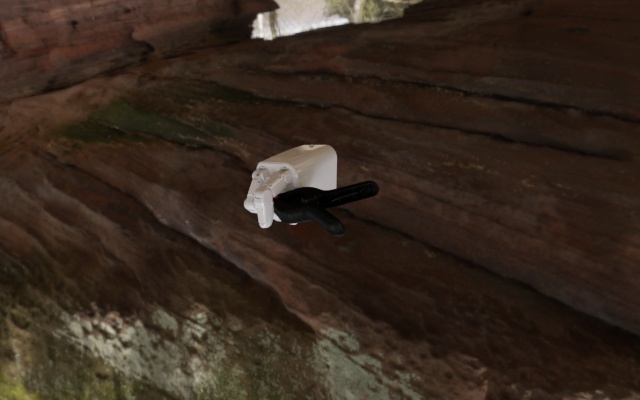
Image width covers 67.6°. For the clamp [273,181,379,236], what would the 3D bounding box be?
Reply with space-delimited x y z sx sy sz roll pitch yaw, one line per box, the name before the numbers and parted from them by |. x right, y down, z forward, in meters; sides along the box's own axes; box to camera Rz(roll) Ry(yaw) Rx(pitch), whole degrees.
clamp | 0.000 0.003 0.709 0.171 0.039 0.120 11 33 41
